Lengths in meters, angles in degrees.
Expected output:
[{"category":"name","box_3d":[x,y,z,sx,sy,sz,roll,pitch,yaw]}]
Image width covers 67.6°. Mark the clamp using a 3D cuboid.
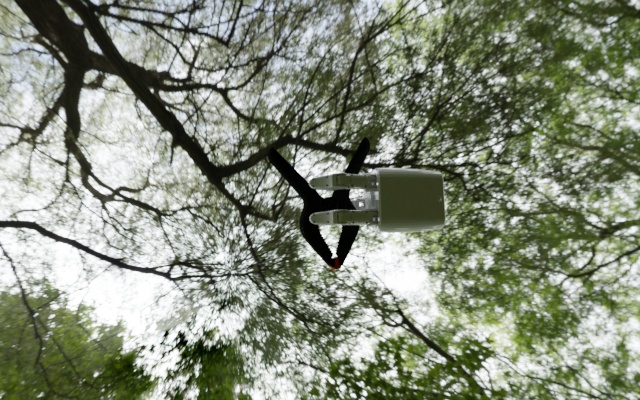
[{"category":"clamp","box_3d":[0.000,0.003,0.747,0.164,0.210,0.036,0,-8,-6]}]
